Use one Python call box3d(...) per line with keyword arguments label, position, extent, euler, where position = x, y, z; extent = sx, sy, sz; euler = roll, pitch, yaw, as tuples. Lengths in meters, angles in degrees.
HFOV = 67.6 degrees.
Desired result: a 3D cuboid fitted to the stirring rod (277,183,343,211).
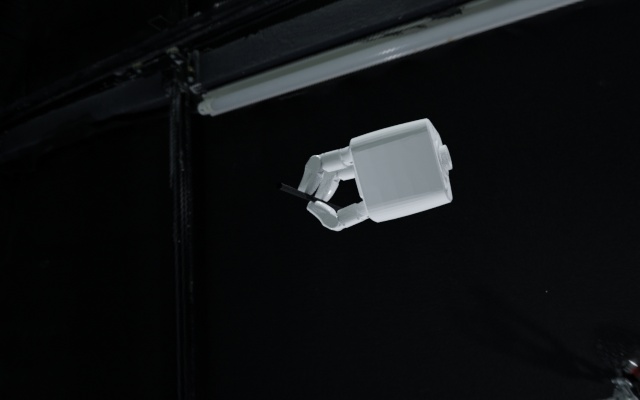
box3d(label="stirring rod", position=(0.000, 0.002, 0.693), extent=(0.011, 0.011, 0.239), euler=(0, -10, 25))
